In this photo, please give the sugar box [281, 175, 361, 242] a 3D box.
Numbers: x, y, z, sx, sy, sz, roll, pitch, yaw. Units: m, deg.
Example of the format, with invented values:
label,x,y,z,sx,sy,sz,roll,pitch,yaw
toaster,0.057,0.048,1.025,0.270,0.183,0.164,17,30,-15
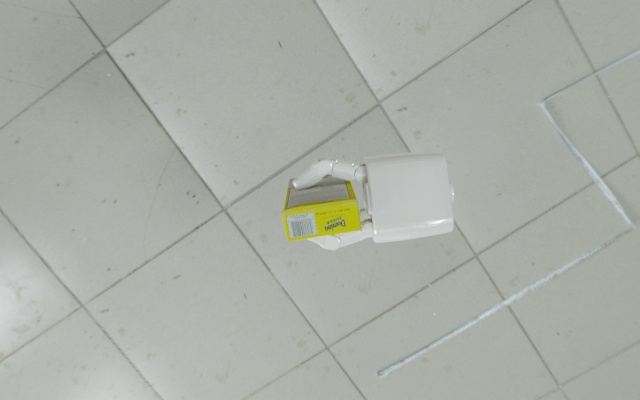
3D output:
label,x,y,z,sx,sy,sz,roll,pitch,yaw
sugar box,0.000,0.003,0.650,0.093,0.048,0.176,-8,13,2
